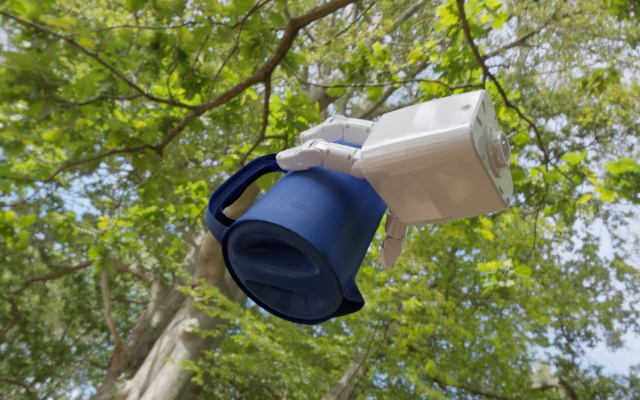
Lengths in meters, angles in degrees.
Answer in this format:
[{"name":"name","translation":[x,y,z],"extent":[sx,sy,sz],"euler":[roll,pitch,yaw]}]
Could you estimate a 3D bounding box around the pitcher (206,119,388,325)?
[{"name":"pitcher","translation":[0.000,0.002,0.536],"extent":[0.145,0.149,0.242],"euler":[-10,29,36]}]
